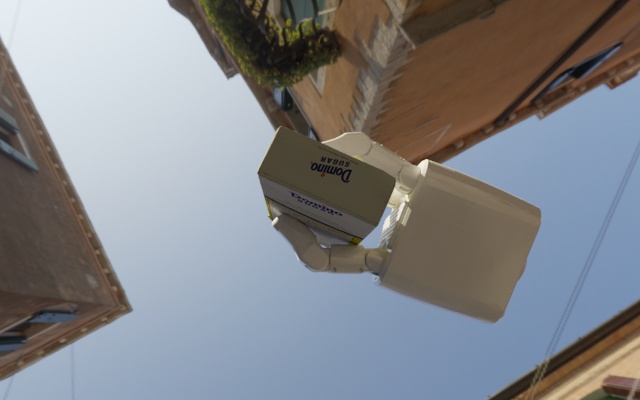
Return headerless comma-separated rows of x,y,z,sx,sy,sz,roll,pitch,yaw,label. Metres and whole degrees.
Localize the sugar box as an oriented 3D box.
0.000,0.001,0.410,0.093,0.048,0.176,24,-15,1,sugar box
